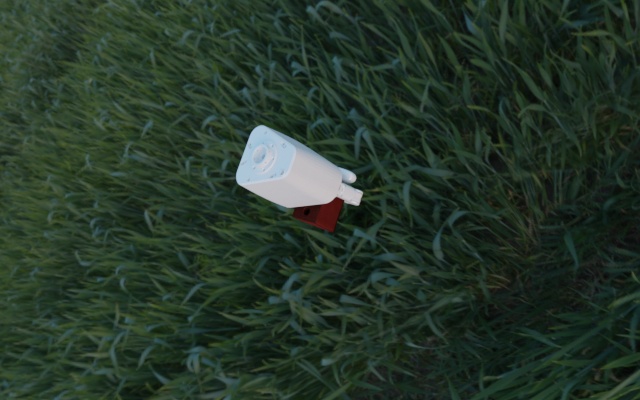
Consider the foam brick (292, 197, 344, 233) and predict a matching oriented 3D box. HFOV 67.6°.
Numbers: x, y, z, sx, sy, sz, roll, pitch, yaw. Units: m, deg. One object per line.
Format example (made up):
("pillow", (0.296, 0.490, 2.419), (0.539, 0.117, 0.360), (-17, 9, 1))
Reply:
("foam brick", (0.000, 0.003, 0.748), (0.053, 0.078, 0.051), (14, -7, 41))
